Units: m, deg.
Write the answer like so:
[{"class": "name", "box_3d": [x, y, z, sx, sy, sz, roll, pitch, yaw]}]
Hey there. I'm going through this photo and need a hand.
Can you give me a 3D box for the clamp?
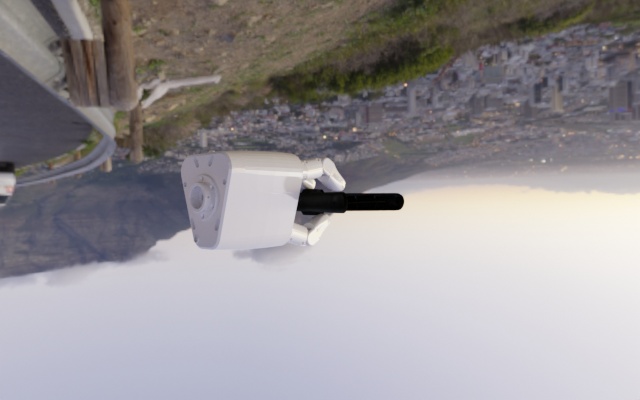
[{"class": "clamp", "box_3d": [0.000, 0.003, 0.662, 0.210, 0.036, 0.164, 0, -1, 41]}]
